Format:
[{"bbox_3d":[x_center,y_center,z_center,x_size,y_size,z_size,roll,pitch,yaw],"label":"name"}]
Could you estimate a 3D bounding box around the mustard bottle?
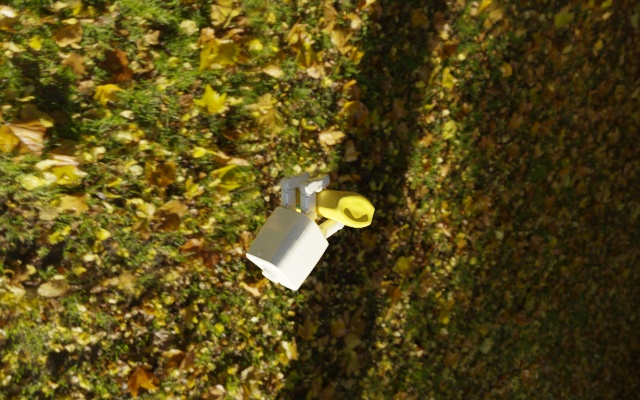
[{"bbox_3d":[0.000,0.003,0.887,0.096,0.058,0.191,17,-3,-44],"label":"mustard bottle"}]
